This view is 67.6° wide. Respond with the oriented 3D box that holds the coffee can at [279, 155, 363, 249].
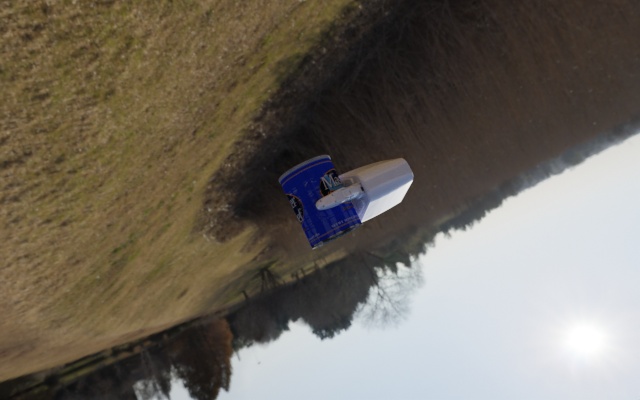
[{"bbox_3d":[0.000,0.003,0.863,0.103,0.140,0.103,-26,-7,-4],"label":"coffee can"}]
